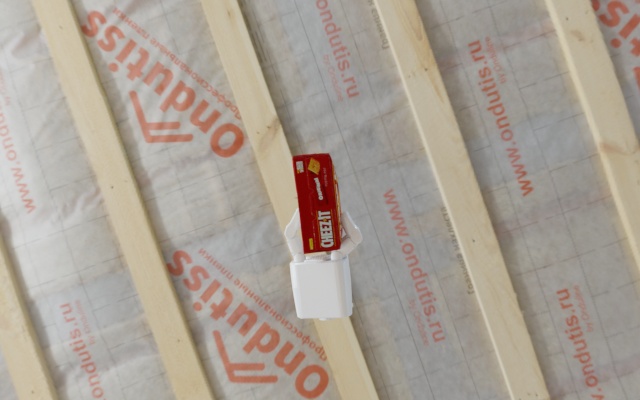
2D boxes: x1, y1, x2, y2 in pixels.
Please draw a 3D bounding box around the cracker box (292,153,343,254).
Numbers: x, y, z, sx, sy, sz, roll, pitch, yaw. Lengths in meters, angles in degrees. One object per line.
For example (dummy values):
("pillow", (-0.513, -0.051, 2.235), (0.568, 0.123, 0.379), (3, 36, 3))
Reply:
("cracker box", (0.000, 0.003, 0.883), (0.072, 0.164, 0.213), (-7, 1, 3))
